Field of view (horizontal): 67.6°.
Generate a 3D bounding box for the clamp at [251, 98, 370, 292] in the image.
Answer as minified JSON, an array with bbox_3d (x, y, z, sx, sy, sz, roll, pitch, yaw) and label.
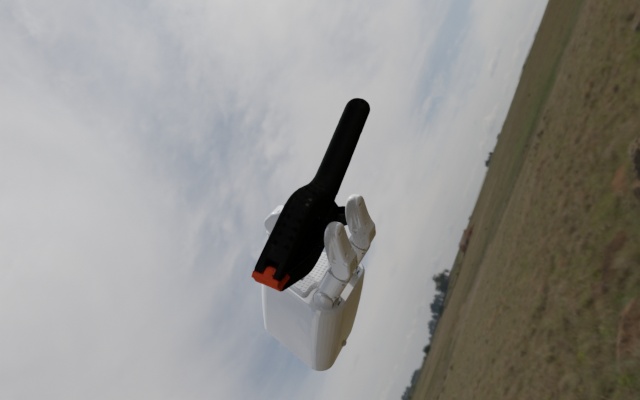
[{"bbox_3d":[-0.001,0.002,0.474,0.036,0.165,0.210,18,37,20],"label":"clamp"}]
